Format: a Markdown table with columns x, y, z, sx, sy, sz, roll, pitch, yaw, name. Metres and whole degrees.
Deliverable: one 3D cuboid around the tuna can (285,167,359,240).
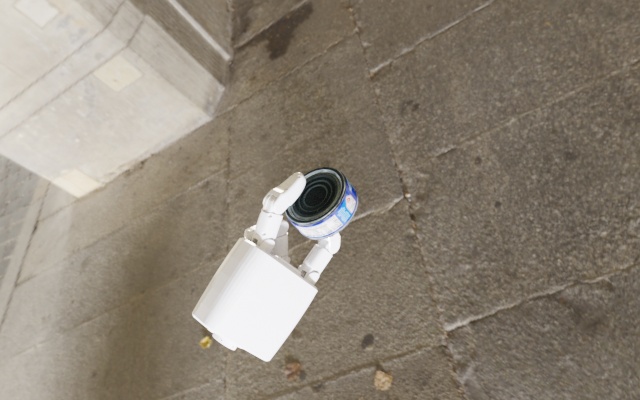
| x | y | z | sx | sy | sz | roll | pitch | yaw | name |
| --- | --- | --- | --- | --- | --- | --- | --- | --- | --- |
| 0.000 | 0.001 | 0.572 | 0.086 | 0.086 | 0.034 | 0 | -34 | 35 | tuna can |
